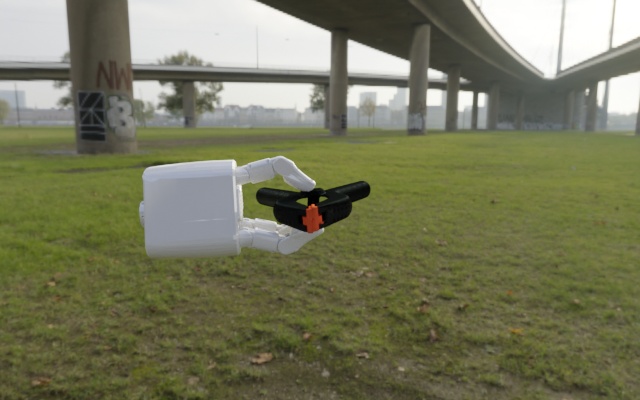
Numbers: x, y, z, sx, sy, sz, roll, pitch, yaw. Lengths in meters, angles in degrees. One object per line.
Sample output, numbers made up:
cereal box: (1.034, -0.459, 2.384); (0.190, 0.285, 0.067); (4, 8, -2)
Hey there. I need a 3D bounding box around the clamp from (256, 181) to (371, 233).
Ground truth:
clamp: (0.000, 0.001, 0.607); (0.164, 0.036, 0.210); (-6, 10, -6)
